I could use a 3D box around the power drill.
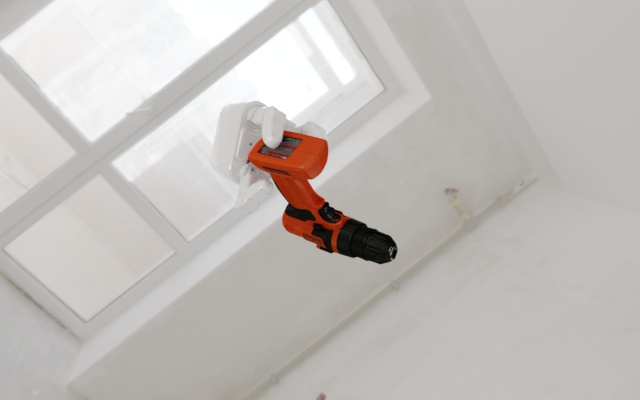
[{"bbox_3d":[0.000,0.002,0.607,0.184,0.057,0.188,15,-34,36],"label":"power drill"}]
